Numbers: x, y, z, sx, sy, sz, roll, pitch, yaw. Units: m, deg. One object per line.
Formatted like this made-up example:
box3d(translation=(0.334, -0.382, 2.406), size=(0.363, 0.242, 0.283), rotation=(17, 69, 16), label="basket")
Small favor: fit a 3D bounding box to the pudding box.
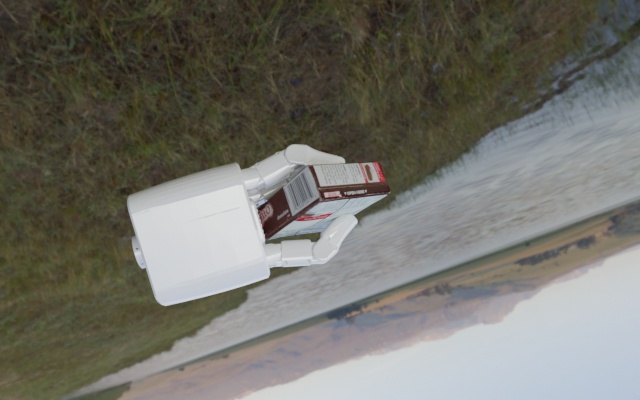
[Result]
box3d(translation=(0.000, 0.002, 0.479), size=(0.090, 0.039, 0.113), rotation=(-7, -17, -37), label="pudding box")
